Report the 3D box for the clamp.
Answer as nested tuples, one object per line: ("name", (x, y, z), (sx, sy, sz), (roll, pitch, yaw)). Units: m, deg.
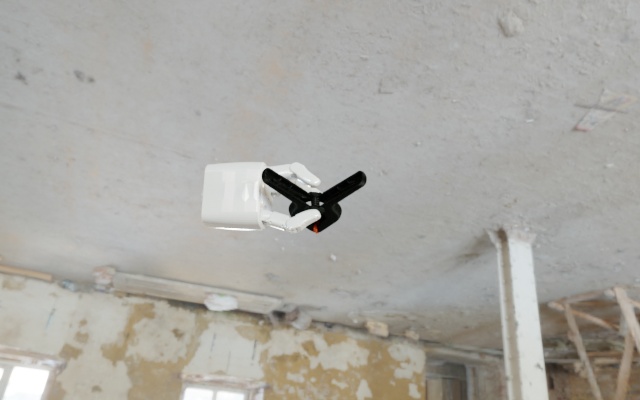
("clamp", (0.000, 0.004, 0.823), (0.164, 0.036, 0.210), (0, -27, 8))
